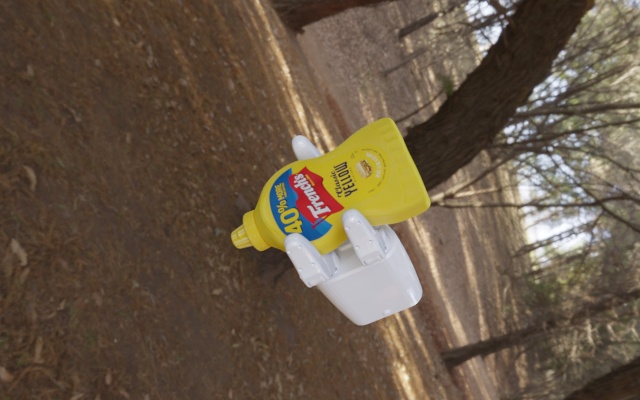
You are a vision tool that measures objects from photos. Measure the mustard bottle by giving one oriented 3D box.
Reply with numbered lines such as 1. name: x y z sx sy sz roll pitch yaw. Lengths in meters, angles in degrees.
1. mustard bottle: 0.000 0.001 0.462 0.191 0.096 0.058 -25 -23 11
